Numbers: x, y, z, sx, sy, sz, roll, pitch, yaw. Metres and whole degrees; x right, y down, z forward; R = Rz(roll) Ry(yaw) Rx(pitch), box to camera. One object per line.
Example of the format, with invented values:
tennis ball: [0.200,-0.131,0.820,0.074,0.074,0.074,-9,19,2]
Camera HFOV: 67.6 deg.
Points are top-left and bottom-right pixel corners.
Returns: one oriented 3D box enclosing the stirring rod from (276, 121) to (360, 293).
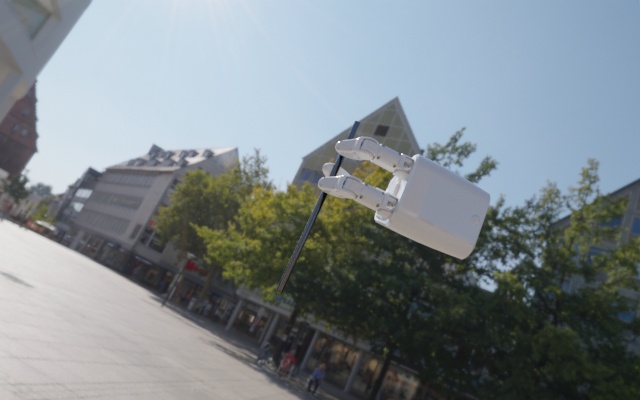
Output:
stirring rod: [0.000,0.002,0.594,0.011,0.239,0.011,23,-17,7]
